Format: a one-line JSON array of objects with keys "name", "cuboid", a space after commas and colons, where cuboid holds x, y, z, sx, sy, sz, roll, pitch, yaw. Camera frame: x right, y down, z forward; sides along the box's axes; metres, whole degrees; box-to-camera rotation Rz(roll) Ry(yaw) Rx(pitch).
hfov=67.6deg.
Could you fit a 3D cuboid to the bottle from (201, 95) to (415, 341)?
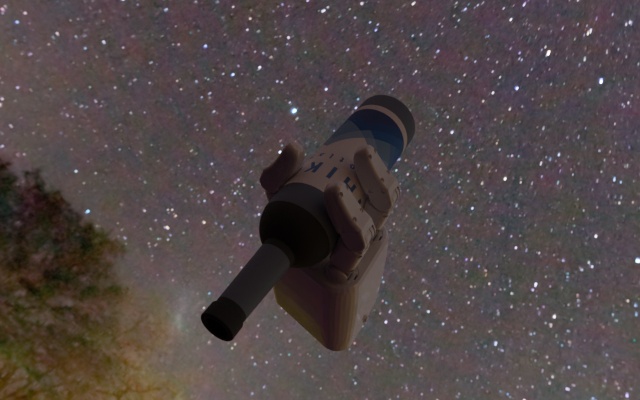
[{"name": "bottle", "cuboid": [0.000, 0.001, 0.420, 0.069, 0.069, 0.295, 0, 36, 36]}]
